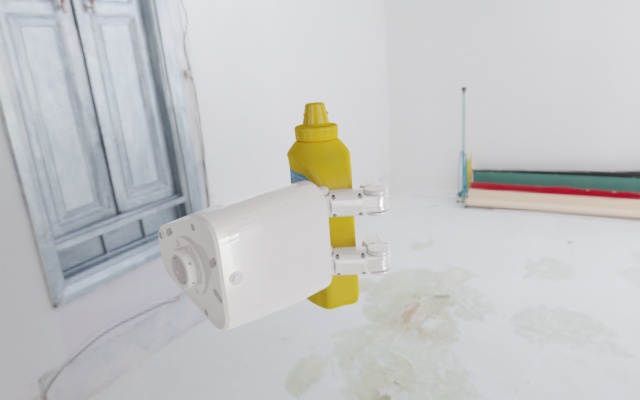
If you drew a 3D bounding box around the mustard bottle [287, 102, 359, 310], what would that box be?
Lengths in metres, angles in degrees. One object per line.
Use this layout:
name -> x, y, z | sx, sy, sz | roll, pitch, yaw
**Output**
mustard bottle -> 0.000, 0.002, 0.469 | 0.058, 0.192, 0.096 | -9, 17, -16
